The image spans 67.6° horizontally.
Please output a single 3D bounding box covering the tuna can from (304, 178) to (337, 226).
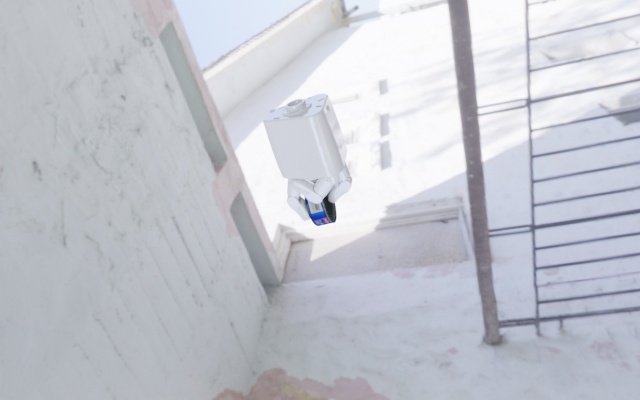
[{"bbox_3d":[0.000,0.003,0.859,0.034,0.086,0.086,-14,-4,15],"label":"tuna can"}]
